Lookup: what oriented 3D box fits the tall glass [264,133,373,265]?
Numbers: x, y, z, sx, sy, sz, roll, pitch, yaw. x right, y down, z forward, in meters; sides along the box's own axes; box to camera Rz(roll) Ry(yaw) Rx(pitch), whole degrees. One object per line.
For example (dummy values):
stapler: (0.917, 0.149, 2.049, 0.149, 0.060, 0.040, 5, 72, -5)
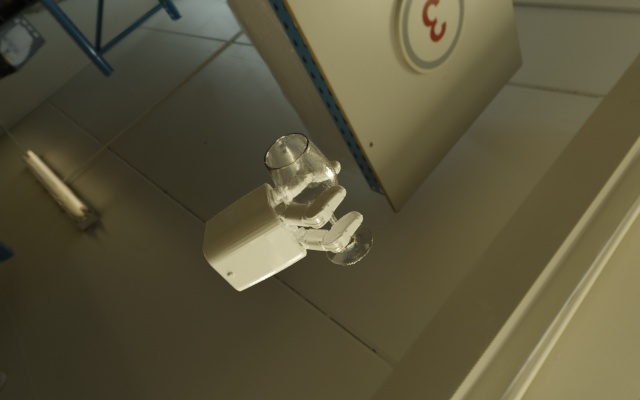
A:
tall glass: (0.000, 0.002, 0.643, 0.079, 0.079, 0.201, 0, -39, 33)
